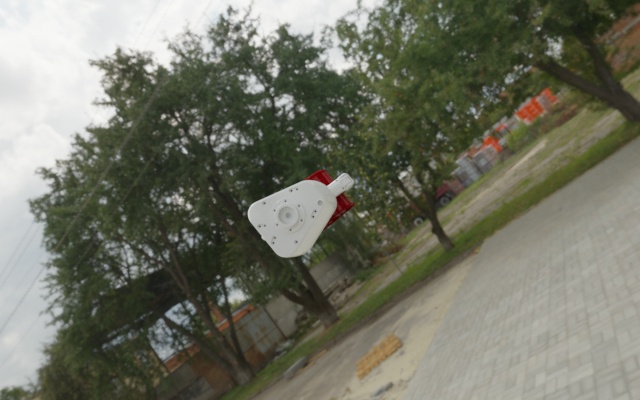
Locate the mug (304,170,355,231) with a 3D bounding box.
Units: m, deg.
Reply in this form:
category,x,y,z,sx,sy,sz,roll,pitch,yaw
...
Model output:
category,x,y,z,sx,sy,sz,roll,pitch,yaw
mug,0.000,0.003,0.828,0.093,0.081,0.117,-39,-6,4
